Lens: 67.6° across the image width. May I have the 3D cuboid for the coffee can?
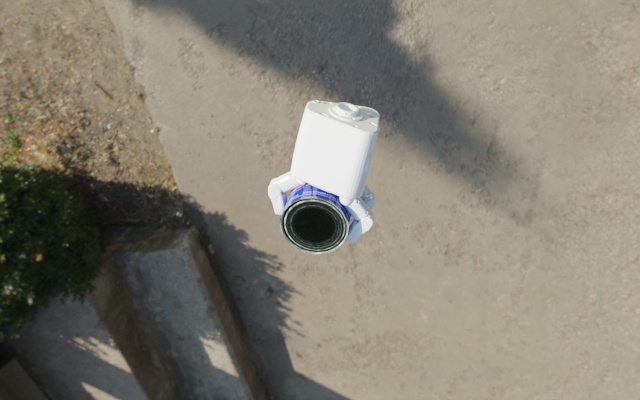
[{"bbox_3d":[0.000,0.003,0.757,0.103,0.103,0.140,0,32,9],"label":"coffee can"}]
